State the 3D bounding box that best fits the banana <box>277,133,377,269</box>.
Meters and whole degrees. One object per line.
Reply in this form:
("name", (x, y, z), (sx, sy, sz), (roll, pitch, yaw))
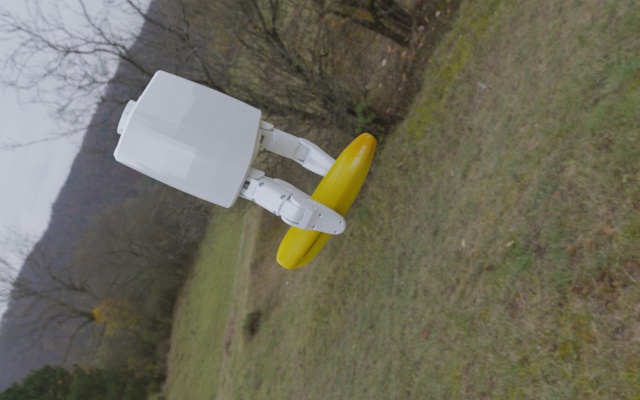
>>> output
("banana", (-0.004, 0.016, 0.482), (0.037, 0.069, 0.198), (25, -47, -12))
